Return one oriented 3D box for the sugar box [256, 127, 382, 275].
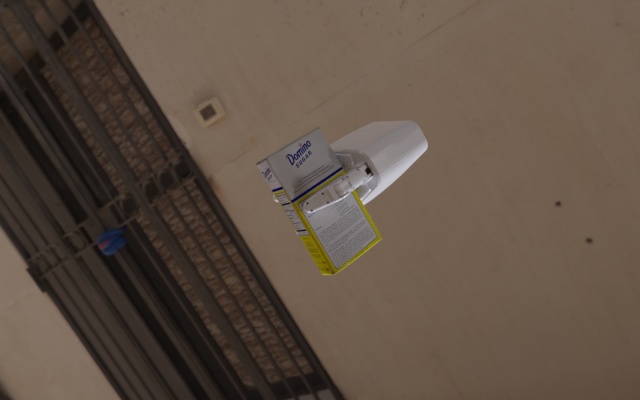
[{"bbox_3d":[0.000,0.002,0.638,0.093,0.176,0.048,-34,7,-27],"label":"sugar box"}]
